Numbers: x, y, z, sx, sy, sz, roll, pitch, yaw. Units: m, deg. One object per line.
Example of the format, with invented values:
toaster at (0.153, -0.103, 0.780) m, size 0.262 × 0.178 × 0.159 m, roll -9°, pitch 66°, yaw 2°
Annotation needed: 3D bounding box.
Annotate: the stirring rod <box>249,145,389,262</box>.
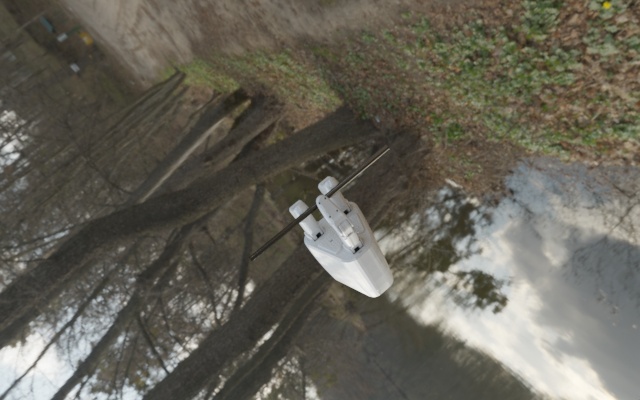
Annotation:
stirring rod at (0.000, 0.002, 0.644) m, size 0.239 × 0.011 × 0.011 m, roll -39°, pitch 6°, yaw -7°
